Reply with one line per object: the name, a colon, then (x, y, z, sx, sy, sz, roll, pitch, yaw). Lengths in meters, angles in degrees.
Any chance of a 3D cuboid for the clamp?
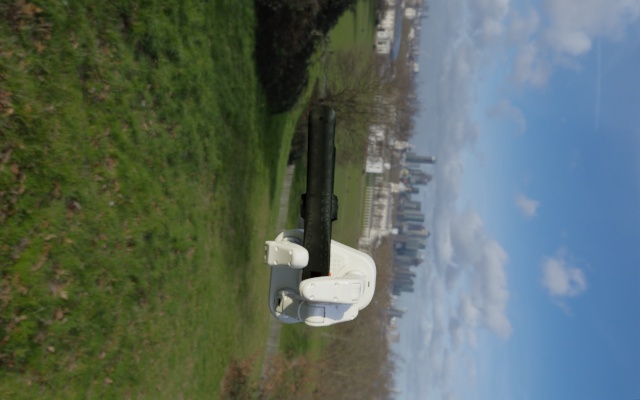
clamp: (0.001, 0.002, 0.476, 0.039, 0.171, 0.120, 5, -2, 9)
